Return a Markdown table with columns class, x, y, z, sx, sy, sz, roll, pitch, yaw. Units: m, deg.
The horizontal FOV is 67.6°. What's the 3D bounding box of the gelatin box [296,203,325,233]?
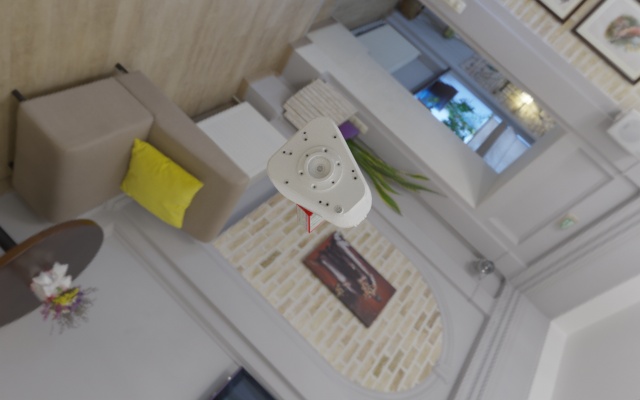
| class | x | y | z | sx | sy | sz | roll | pitch | yaw |
| --- | --- | --- | --- | --- | --- | --- | --- | --- | --- |
| gelatin box | 0.000 | 0.003 | 0.685 | 0.073 | 0.030 | 0.089 | -43 | -14 | -14 |
